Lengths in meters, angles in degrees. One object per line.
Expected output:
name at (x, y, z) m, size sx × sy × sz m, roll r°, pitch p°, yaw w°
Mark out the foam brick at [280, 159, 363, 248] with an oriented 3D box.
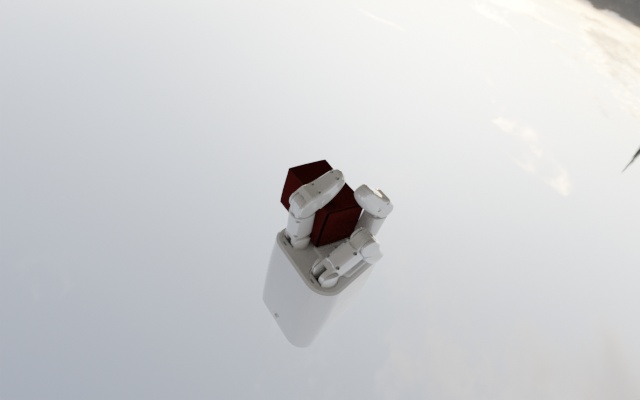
foam brick at (0.000, 0.001, 0.520) m, size 0.053 × 0.051 × 0.078 m, roll -15°, pitch 50°, yaw -34°
